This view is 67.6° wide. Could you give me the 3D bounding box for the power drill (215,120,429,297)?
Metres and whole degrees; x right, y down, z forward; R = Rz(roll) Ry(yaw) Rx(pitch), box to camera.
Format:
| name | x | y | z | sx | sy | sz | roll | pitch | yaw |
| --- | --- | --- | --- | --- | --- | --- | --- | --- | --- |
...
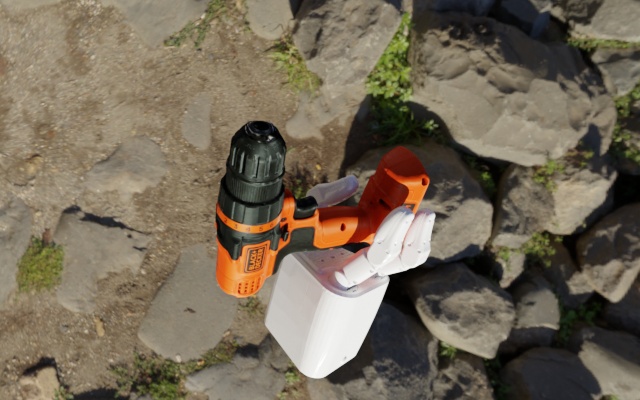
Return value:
| name | x | y | z | sx | sy | sz | roll | pitch | yaw |
| --- | --- | --- | --- | --- | --- | --- | --- | --- | --- |
| power drill | 0.000 | 0.002 | 0.421 | 0.187 | 0.057 | 0.185 | -10 | -40 | -25 |
